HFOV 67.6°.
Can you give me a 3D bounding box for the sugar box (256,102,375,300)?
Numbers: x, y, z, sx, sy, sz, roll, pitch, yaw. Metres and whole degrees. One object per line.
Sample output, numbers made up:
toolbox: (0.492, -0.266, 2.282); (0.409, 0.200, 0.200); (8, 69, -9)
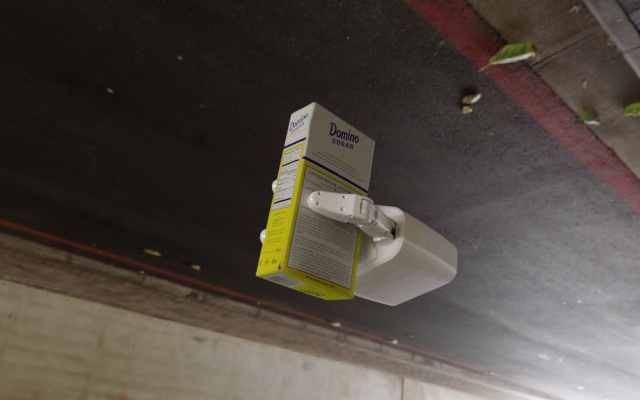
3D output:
sugar box: (0.000, 0.002, 0.478); (0.093, 0.176, 0.048); (27, -30, -35)
